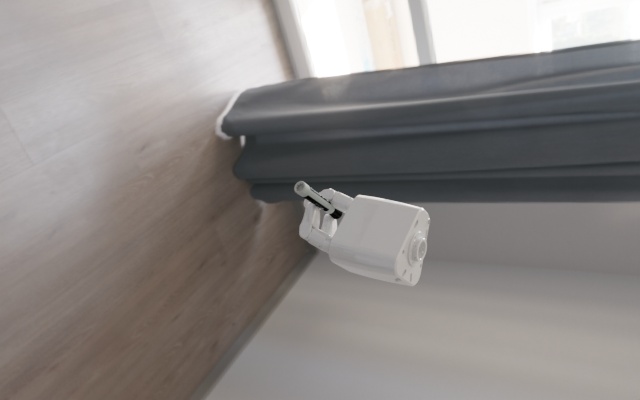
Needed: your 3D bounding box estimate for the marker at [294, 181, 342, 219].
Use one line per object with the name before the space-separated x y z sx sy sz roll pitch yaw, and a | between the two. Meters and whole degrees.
marker | 0.000 0.002 0.721 0.020 0.020 0.121 0 -21 32
